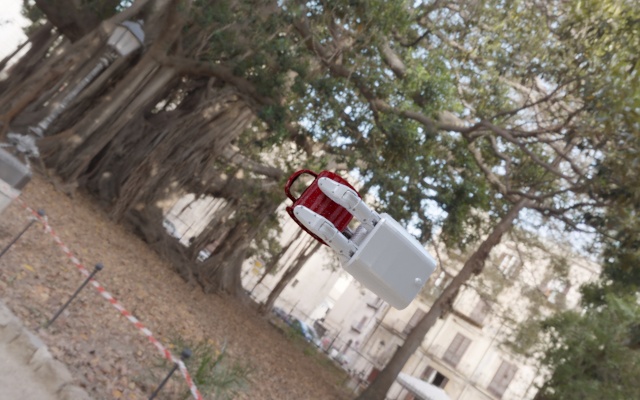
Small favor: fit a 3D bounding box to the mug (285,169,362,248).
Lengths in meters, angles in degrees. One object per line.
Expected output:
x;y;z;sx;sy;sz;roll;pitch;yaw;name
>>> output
-0.001;0.001;0.710;0.117;0.081;0.093;42;-15;-9;mug
